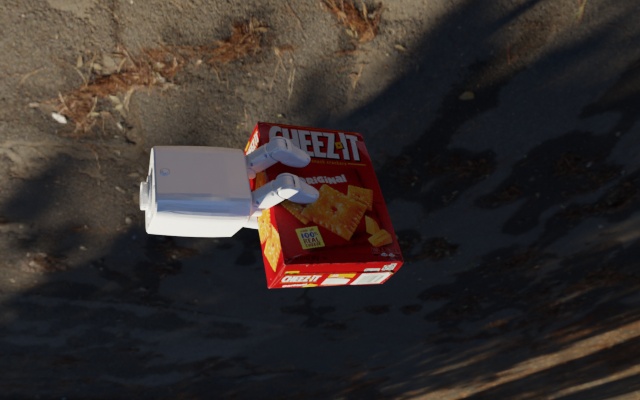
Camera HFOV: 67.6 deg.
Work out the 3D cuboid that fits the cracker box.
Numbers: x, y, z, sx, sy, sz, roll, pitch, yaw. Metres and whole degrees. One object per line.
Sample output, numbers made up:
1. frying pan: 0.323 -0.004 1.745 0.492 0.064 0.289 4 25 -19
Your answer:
1. cracker box: 0.000 0.002 0.625 0.164 0.213 0.072 3 -34 -26
